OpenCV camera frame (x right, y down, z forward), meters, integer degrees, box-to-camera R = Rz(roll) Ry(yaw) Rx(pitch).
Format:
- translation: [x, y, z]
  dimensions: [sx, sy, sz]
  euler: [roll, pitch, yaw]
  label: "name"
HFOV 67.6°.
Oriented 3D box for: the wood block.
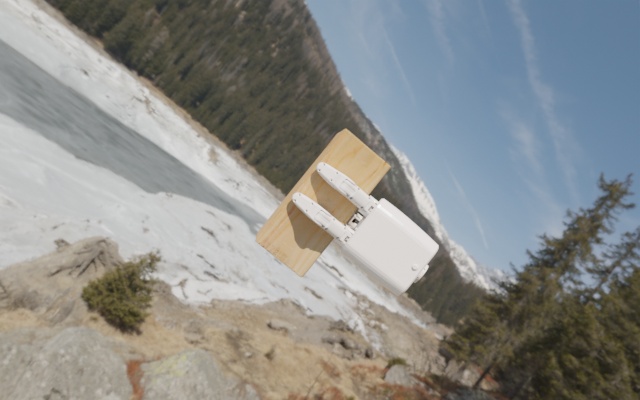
- translation: [0.000, 0.003, 0.725]
  dimensions: [0.090, 0.206, 0.091]
  euler: [39, -2, -6]
  label: "wood block"
